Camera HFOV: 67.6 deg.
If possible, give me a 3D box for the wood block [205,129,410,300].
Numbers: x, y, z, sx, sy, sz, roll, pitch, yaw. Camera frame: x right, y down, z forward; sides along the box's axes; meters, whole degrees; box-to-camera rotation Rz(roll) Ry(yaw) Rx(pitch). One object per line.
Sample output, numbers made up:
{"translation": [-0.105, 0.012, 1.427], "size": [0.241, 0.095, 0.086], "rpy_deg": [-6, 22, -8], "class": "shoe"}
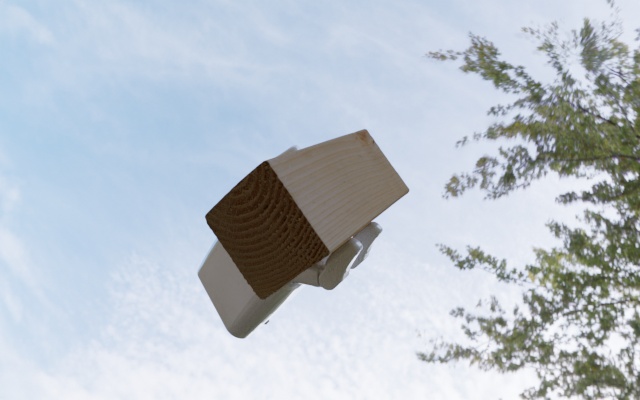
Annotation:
{"translation": [0.000, 0.001, 0.473], "size": [0.090, 0.091, 0.206], "rpy_deg": [-38, -5, 31], "class": "wood block"}
